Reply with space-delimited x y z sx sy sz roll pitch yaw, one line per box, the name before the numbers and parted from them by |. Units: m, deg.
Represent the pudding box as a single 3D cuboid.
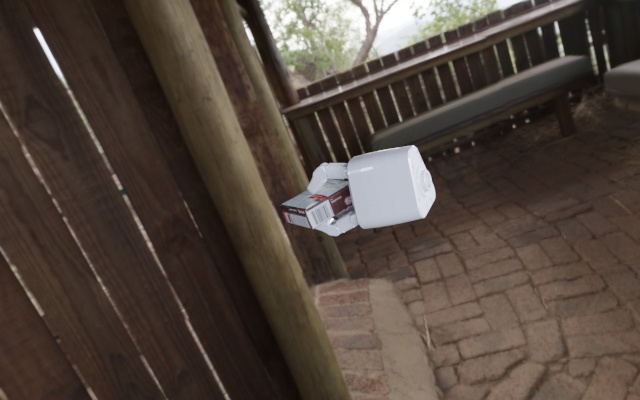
pudding box | 0.000 0.003 0.820 0.113 0.039 0.090 -29 19 -28
